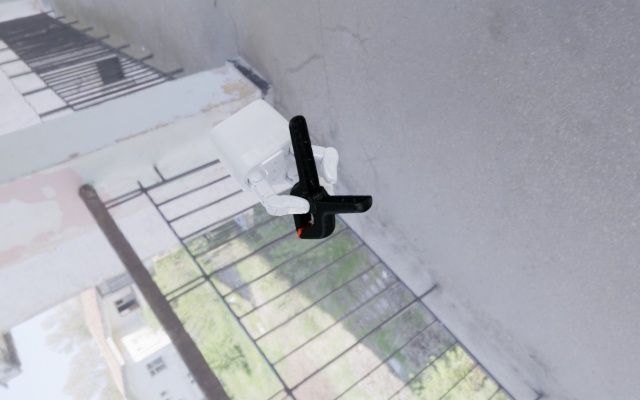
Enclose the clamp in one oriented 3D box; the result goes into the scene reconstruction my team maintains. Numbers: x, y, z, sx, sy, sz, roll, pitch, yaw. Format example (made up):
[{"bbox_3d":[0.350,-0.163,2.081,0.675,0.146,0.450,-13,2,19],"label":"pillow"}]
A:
[{"bbox_3d":[-0.001,0.003,0.686,0.036,0.164,0.210,-27,-30,-27],"label":"clamp"}]
